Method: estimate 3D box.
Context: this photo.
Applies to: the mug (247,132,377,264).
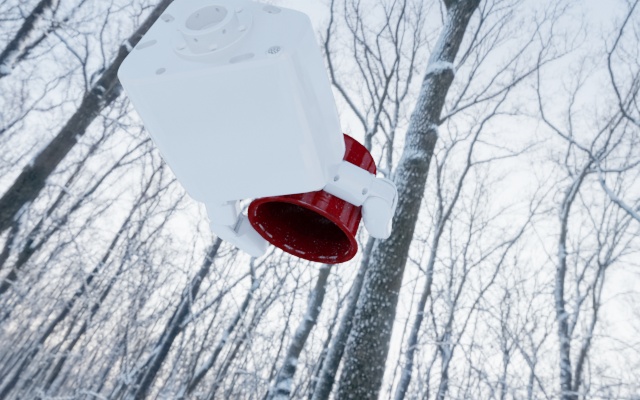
[{"bbox_3d":[0.000,0.002,0.406,0.093,0.081,0.117,11,-33,19],"label":"mug"}]
